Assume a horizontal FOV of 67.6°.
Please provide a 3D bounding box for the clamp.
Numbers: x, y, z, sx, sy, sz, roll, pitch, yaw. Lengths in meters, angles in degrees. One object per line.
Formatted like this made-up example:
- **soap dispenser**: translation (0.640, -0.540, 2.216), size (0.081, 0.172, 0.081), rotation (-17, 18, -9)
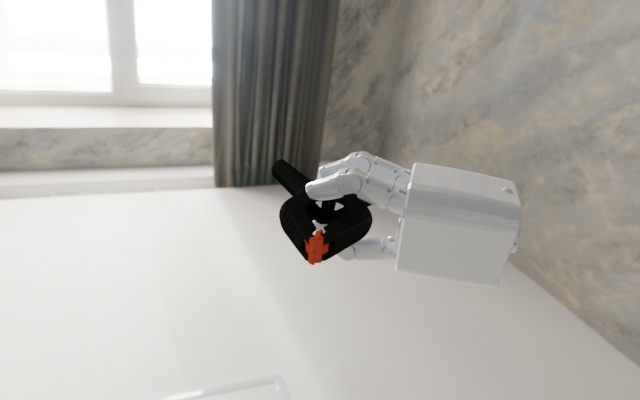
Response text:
- **clamp**: translation (0.000, 0.003, 0.519), size (0.164, 0.036, 0.210), rotation (8, 25, 12)
